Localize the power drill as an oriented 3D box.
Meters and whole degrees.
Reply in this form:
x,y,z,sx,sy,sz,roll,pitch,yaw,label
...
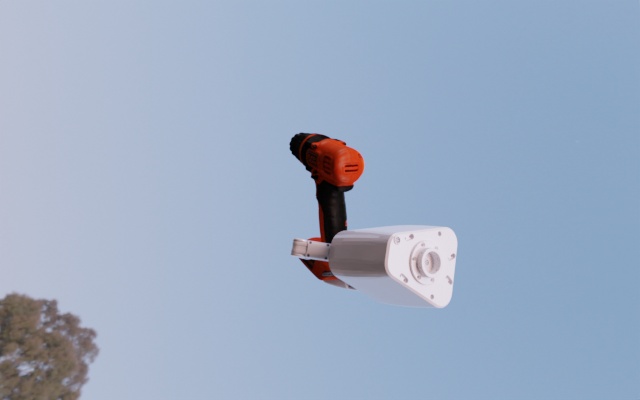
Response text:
x,y,z,sx,sy,sz,roll,pitch,yaw,label
0.000,0.003,0.666,0.057,0.188,0.184,-8,18,-20,power drill
